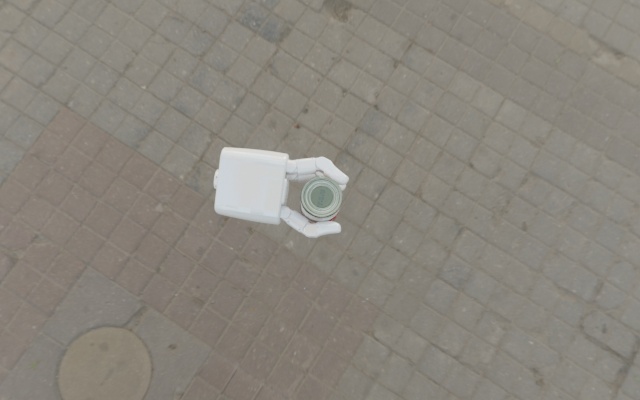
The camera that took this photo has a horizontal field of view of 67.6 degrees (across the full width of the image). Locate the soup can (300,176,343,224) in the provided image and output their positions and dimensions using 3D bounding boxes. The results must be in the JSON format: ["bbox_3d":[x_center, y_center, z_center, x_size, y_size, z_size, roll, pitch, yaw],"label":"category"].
[{"bbox_3d":[0.001,0.003,0.784,0.068,0.068,0.102,0,-10,-2],"label":"soup can"}]
